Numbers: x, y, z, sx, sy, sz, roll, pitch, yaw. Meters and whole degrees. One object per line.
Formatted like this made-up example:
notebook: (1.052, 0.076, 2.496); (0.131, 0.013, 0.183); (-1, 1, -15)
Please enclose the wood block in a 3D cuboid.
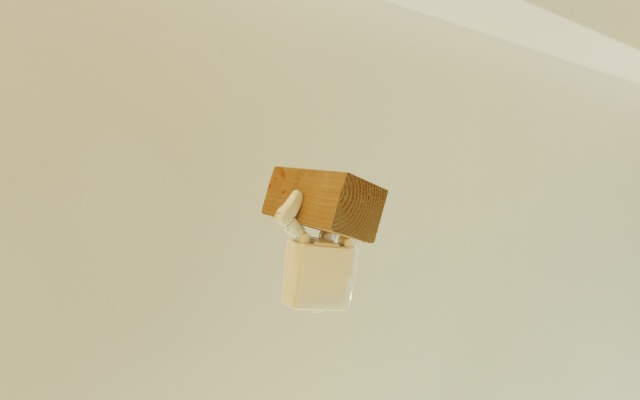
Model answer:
wood block: (0.000, 0.003, 0.787); (0.091, 0.090, 0.206); (20, -6, -36)
